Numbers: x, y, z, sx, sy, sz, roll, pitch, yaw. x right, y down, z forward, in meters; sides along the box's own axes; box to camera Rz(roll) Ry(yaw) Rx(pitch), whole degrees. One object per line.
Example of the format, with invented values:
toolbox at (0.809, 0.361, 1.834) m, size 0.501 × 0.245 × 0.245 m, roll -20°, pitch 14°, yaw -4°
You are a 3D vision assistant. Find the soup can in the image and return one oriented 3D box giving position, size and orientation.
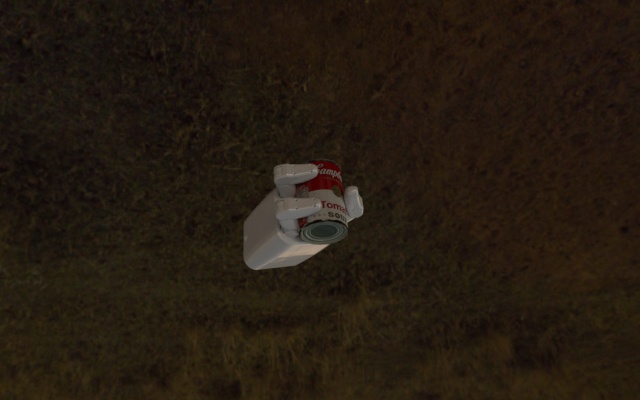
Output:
soup can at (0.001, 0.002, 0.666) m, size 0.068 × 0.102 × 0.068 m, roll -4°, pitch -32°, yaw -2°
